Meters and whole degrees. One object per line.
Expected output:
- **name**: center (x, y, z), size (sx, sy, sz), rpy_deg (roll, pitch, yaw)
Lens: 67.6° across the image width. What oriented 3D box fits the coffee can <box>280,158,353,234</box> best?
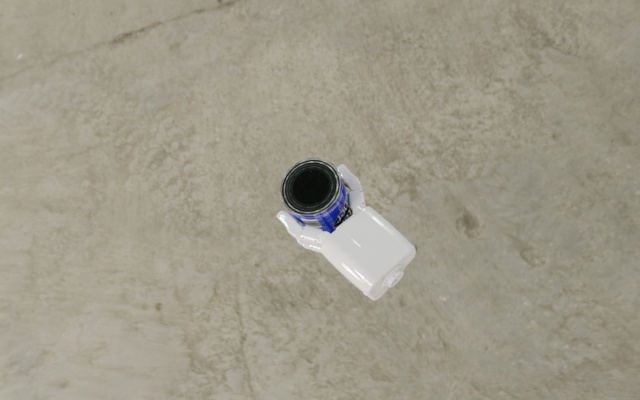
- **coffee can**: center (0.000, 0.003, 0.825), size (0.103, 0.102, 0.140), rpy_deg (0, -22, 15)
